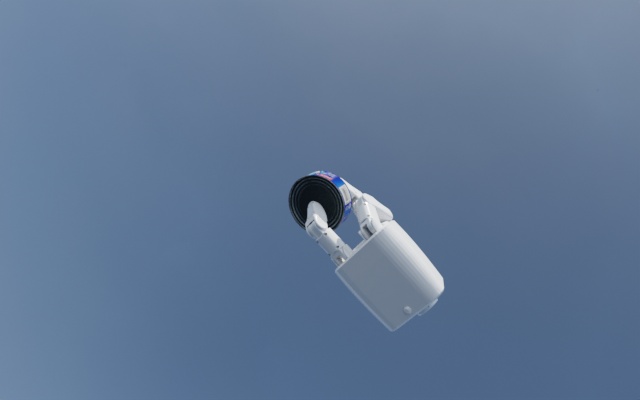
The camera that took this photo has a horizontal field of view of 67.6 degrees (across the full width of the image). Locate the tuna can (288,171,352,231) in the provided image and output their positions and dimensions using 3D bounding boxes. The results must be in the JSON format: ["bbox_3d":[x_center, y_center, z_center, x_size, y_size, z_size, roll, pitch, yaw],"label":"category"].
[{"bbox_3d":[0.000,0.002,0.672,0.086,0.086,0.033,0,16,26],"label":"tuna can"}]
